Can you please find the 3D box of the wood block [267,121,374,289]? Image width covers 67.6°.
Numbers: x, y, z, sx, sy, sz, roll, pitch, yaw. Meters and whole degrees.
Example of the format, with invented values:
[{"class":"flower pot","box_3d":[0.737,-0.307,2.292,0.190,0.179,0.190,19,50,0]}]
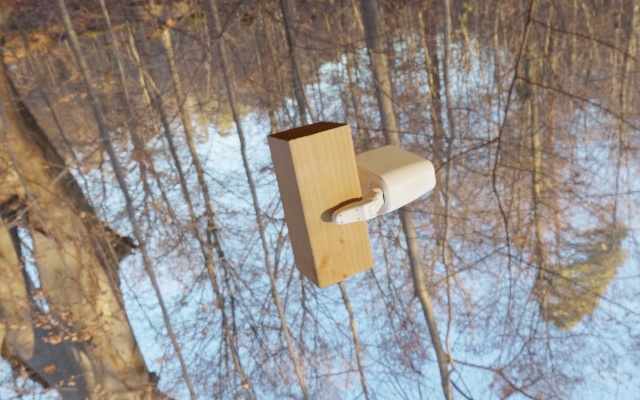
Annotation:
[{"class":"wood block","box_3d":[0.001,0.002,0.666,0.090,0.206,0.091,-18,18,-21]}]
